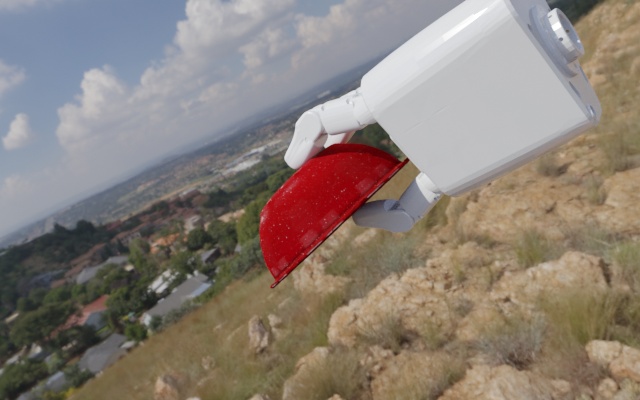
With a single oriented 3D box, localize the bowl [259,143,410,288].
[{"bbox_3d":[-0.001,0.002,0.414,0.162,0.055,0.162,-43,-4,-3],"label":"bowl"}]
